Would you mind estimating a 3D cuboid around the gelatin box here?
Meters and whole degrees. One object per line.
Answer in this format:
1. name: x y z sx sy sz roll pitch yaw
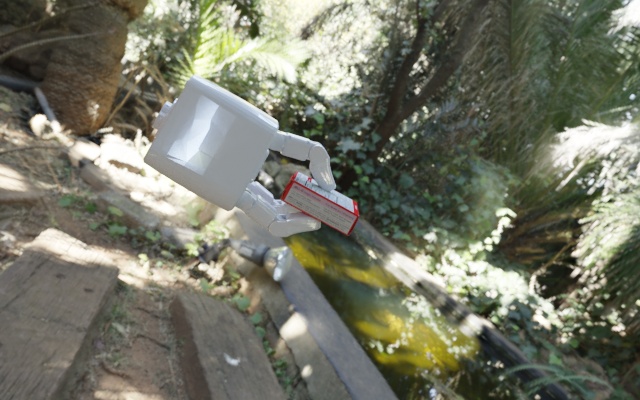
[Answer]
1. gelatin box: 0.001 0.002 0.563 0.089 0.030 0.073 27 11 -4
